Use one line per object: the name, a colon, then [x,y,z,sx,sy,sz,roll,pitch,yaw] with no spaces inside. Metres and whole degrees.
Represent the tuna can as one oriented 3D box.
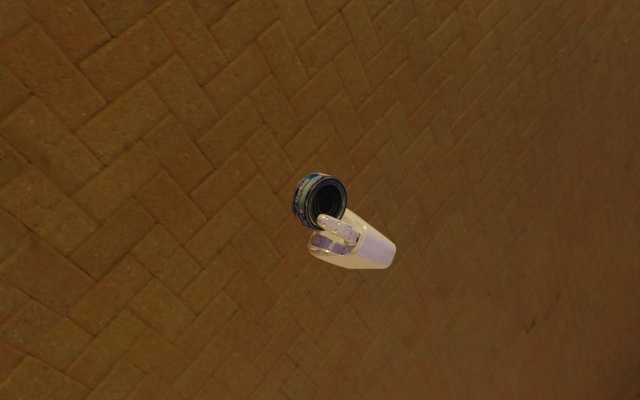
tuna can: [0.000,0.002,0.721,0.086,0.086,0.033,0,12,-42]
